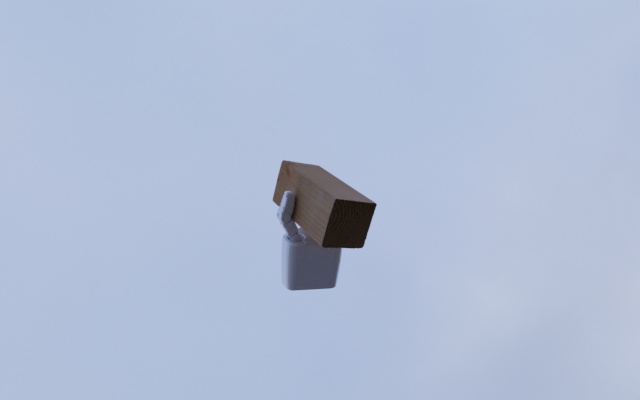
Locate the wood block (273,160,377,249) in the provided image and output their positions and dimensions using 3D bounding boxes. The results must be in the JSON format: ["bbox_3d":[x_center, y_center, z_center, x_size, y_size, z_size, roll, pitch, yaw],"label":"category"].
[{"bbox_3d":[0.000,0.003,0.886,0.091,0.090,0.206,5,19,-33],"label":"wood block"}]
